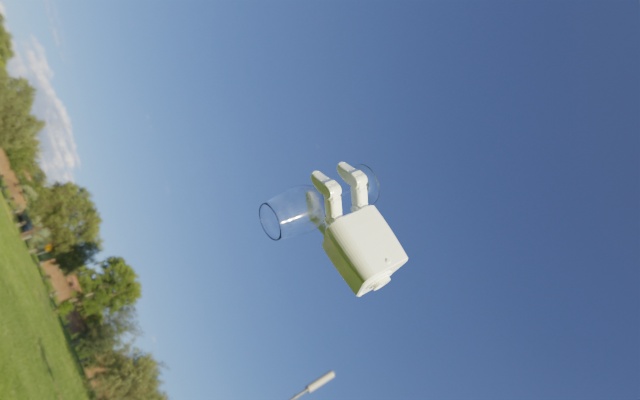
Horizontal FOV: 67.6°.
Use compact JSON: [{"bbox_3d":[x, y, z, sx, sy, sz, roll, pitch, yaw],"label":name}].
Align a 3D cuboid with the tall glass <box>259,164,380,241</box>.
[{"bbox_3d":[0.001,0.002,0.786,0.201,0.079,0.079,-21,11,-32],"label":"tall glass"}]
